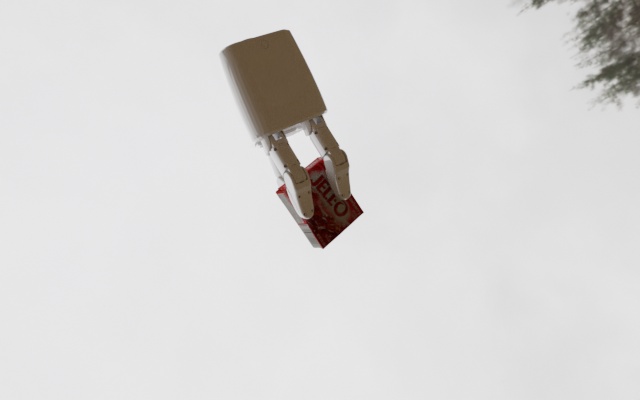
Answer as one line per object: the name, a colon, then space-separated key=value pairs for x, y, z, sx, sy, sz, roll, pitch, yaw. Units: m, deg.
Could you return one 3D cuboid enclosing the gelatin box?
gelatin box: x=0.000 y=0.002 z=0.576 sx=0.073 sy=0.089 sz=0.030 roll=-40 pitch=17 yaw=-23
